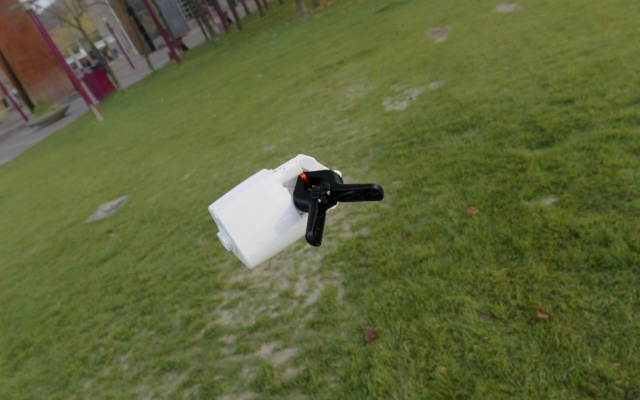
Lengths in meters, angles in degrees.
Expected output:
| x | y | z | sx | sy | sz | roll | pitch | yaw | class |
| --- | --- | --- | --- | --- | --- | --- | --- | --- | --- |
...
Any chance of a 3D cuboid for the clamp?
| x | y | z | sx | sy | sz | roll | pitch | yaw | class |
| --- | --- | --- | --- | --- | --- | --- | --- | --- | --- |
| 0.000 | 0.002 | 0.677 | 0.120 | 0.039 | 0.171 | -35 | 27 | -17 | clamp |
